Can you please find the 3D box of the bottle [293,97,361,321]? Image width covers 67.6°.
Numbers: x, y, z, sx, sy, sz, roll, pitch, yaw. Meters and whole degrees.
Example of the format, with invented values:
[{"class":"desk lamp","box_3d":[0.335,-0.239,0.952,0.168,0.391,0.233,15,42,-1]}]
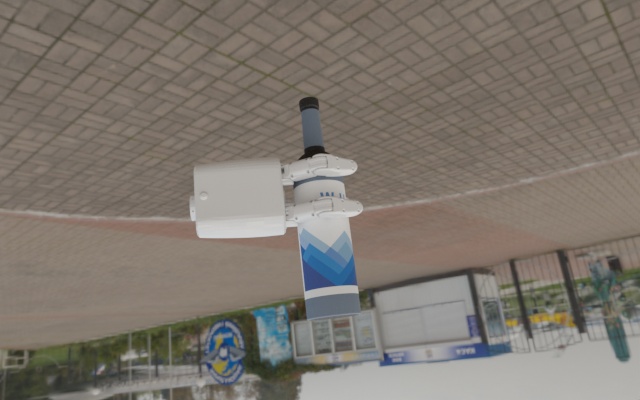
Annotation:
[{"class":"bottle","box_3d":[0.000,0.002,0.622,0.069,0.295,0.069,-6,-17,-2]}]
